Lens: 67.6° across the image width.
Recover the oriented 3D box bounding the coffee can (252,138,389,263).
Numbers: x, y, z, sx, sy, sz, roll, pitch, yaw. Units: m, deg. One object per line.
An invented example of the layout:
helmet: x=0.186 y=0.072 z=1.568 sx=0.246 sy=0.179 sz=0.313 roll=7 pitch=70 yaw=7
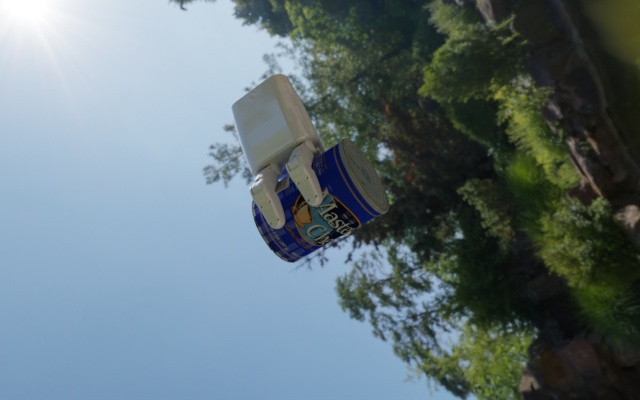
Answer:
coffee can: x=0.000 y=0.002 z=0.599 sx=0.140 sy=0.103 sz=0.103 roll=-31 pitch=-11 yaw=20
